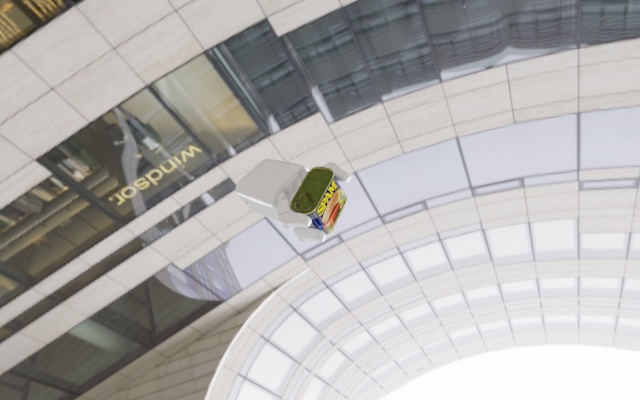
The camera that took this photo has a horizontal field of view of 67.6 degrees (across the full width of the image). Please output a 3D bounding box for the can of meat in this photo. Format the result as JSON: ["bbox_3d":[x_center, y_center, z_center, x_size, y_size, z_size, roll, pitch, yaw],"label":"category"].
[{"bbox_3d":[0.000,0.003,0.887,0.057,0.102,0.084,12,-27,34],"label":"can of meat"}]
